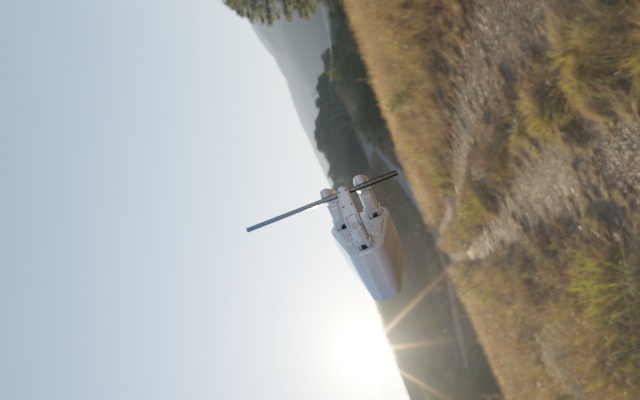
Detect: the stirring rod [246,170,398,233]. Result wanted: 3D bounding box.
[{"bbox_3d":[0.000,0.002,0.706,0.239,0.011,0.011,-21,-3,8],"label":"stirring rod"}]
